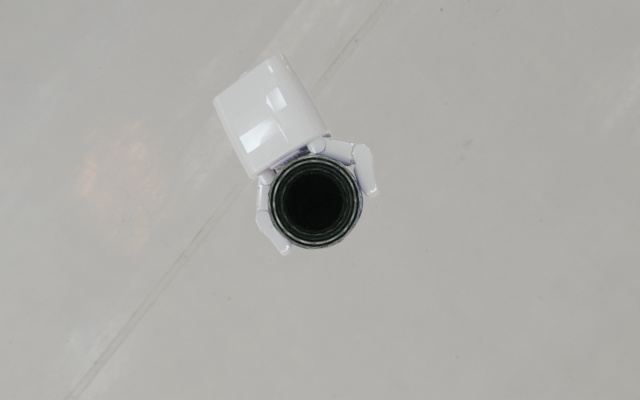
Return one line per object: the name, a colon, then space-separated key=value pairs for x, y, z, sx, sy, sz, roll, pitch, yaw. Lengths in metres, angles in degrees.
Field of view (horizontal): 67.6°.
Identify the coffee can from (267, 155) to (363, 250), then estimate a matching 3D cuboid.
coffee can: x=0.000 y=0.002 z=0.580 sx=0.103 sy=0.103 sz=0.140 roll=0 pitch=0 yaw=6
